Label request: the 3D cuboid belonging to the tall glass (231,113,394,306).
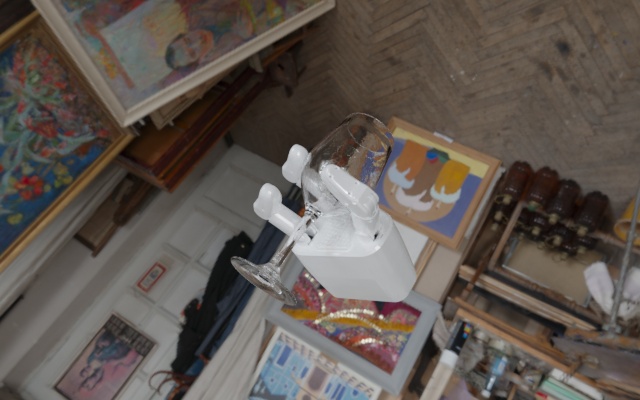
[{"bbox_3d":[0.000,0.002,0.482,0.079,0.201,0.079,30,-23,14],"label":"tall glass"}]
